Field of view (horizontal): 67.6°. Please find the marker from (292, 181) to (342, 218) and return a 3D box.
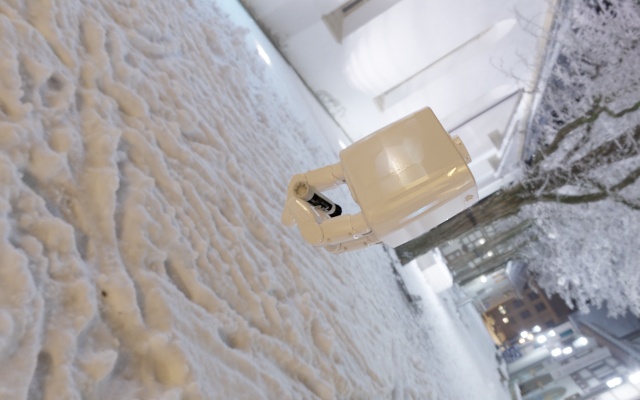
[{"bbox_3d":[0.000,0.002,0.544,0.020,0.020,0.121,0,-13,20],"label":"marker"}]
